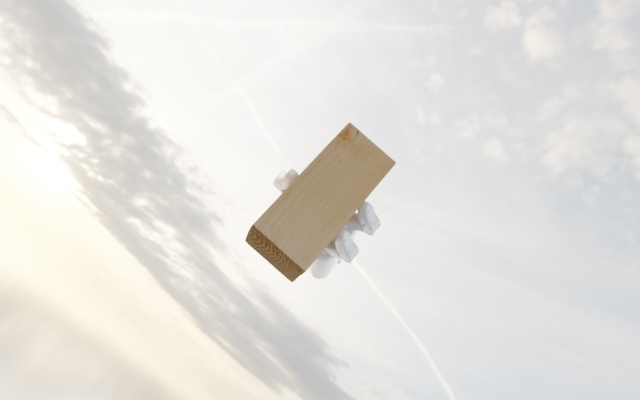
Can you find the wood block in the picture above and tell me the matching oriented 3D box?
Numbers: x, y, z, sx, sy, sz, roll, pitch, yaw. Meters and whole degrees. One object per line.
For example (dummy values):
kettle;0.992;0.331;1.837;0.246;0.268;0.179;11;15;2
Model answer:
wood block;0.000;0.002;0.667;0.091;0.206;0.090;41;-24;1
